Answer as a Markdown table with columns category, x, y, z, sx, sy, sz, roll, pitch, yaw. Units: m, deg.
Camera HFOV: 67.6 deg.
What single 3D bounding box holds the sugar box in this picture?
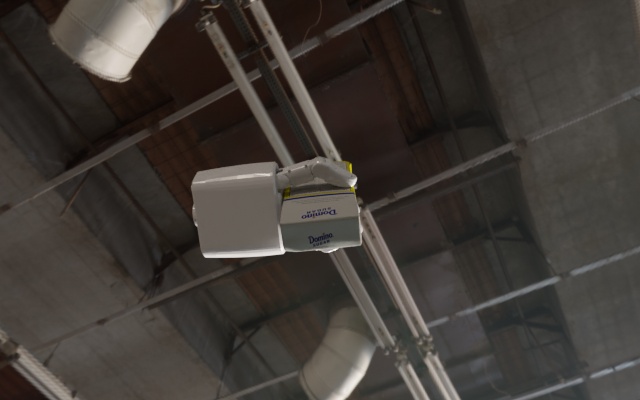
| category | x | y | z | sx | sy | sz | roll | pitch | yaw |
| --- | --- | --- | --- | --- | --- | --- | --- | --- | --- |
| sugar box | 0.000 | 0.002 | 0.621 | 0.093 | 0.048 | 0.176 | -6 | 28 | 3 |
